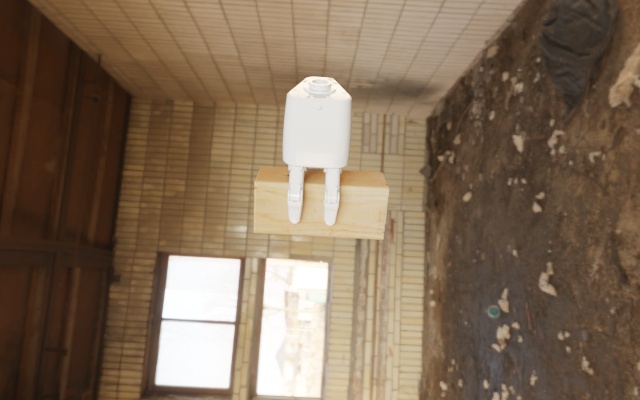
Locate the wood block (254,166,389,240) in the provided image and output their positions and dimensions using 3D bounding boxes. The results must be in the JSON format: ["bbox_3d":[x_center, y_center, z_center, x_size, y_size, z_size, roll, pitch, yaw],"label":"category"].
[{"bbox_3d":[0.000,0.002,0.780,0.206,0.090,0.090,3,20,-1],"label":"wood block"}]
